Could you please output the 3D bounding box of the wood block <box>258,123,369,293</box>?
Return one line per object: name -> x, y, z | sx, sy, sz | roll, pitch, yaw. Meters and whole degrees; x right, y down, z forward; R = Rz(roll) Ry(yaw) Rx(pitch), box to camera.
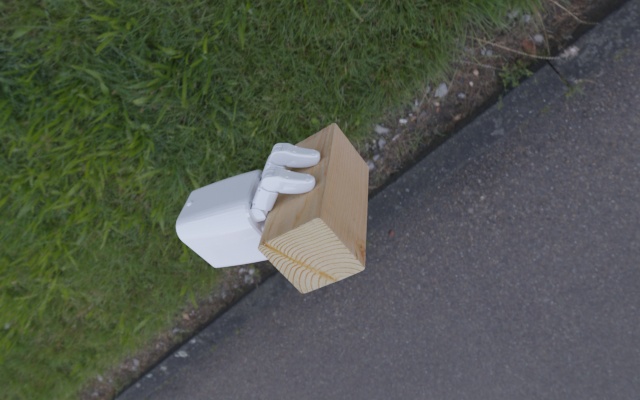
wood block -> 0.000, 0.002, 0.609 | 0.090, 0.091, 0.206 | -26, 30, 25
